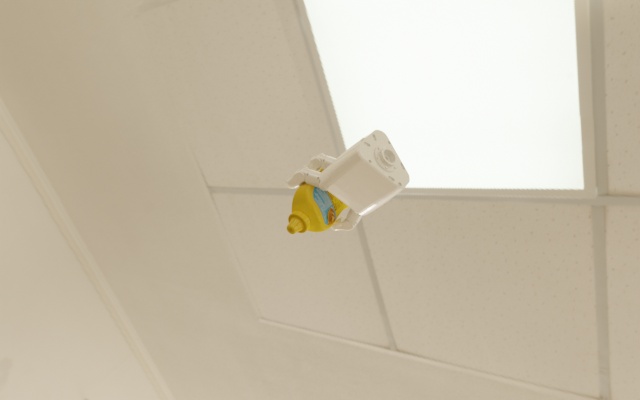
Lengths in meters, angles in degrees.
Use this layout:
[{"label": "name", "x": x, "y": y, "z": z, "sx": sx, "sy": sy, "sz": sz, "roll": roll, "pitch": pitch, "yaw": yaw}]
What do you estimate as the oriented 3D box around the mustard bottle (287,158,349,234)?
[{"label": "mustard bottle", "x": 0.000, "y": 0.003, "z": 0.885, "sx": 0.058, "sy": 0.096, "sz": 0.191, "roll": -5, "pitch": 27, "yaw": 40}]
